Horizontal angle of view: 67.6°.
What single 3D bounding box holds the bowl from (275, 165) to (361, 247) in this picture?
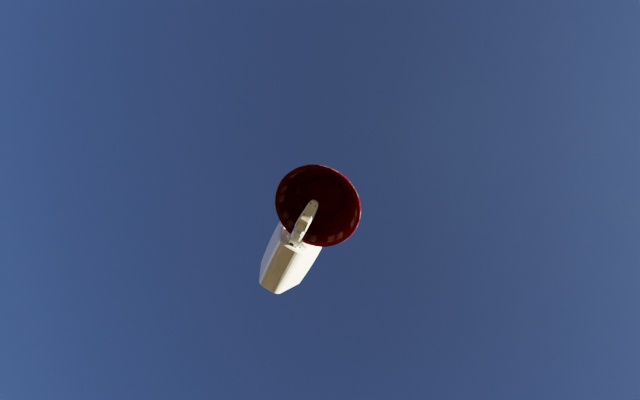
[{"bbox_3d":[0.001,0.002,0.887,0.162,0.162,0.055,0,22,17],"label":"bowl"}]
